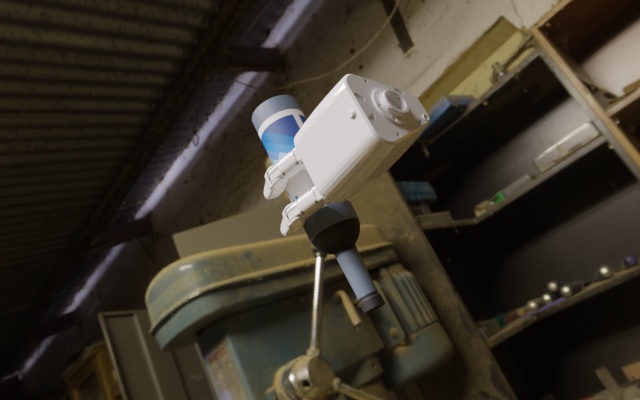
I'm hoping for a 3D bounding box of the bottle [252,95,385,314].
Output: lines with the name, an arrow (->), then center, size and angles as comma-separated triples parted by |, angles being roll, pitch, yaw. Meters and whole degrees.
bottle -> 0.000, 0.002, 0.600 | 0.069, 0.295, 0.069 | -24, -20, -9
